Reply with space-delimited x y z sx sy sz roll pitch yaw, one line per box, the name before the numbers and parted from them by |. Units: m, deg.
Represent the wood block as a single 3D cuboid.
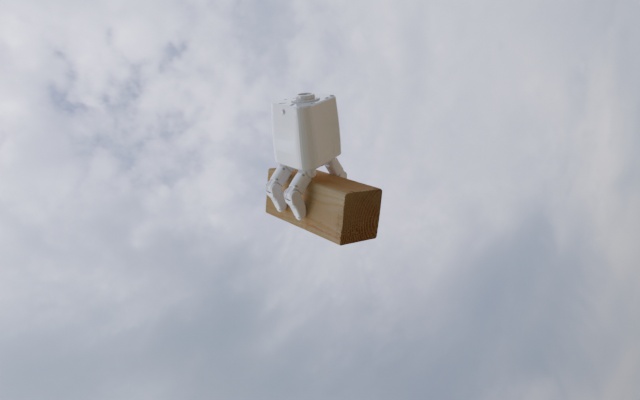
wood block | 0.000 0.002 0.852 0.091 0.090 0.206 -8 19 -41
